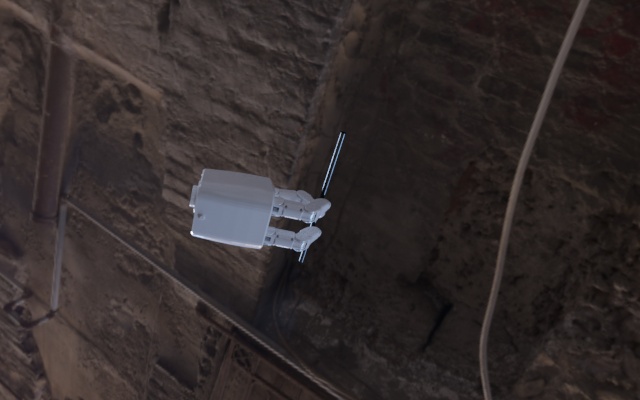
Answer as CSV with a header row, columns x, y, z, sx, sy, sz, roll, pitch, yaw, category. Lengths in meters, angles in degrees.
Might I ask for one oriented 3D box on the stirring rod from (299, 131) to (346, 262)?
x,y,z,sx,sy,sz,roll,pitch,yaw,category
0.000,0.002,0.738,0.011,0.240,0.011,13,31,-8,stirring rod
